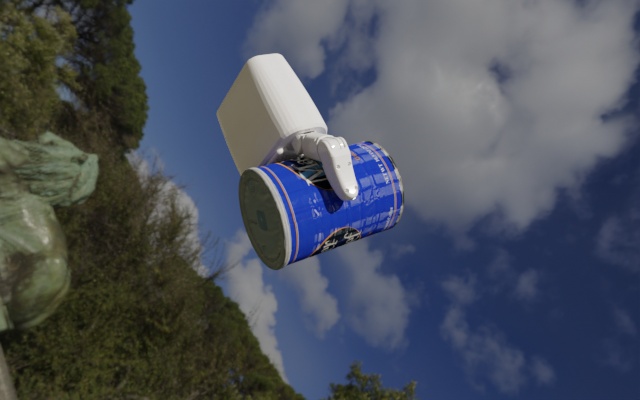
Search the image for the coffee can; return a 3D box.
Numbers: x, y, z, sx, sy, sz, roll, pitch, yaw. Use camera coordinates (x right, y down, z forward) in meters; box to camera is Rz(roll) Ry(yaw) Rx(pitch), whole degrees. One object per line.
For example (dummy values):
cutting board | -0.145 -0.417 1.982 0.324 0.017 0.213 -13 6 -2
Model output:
coffee can | 0.000 0.002 0.497 0.140 0.103 0.103 -17 8 -28
